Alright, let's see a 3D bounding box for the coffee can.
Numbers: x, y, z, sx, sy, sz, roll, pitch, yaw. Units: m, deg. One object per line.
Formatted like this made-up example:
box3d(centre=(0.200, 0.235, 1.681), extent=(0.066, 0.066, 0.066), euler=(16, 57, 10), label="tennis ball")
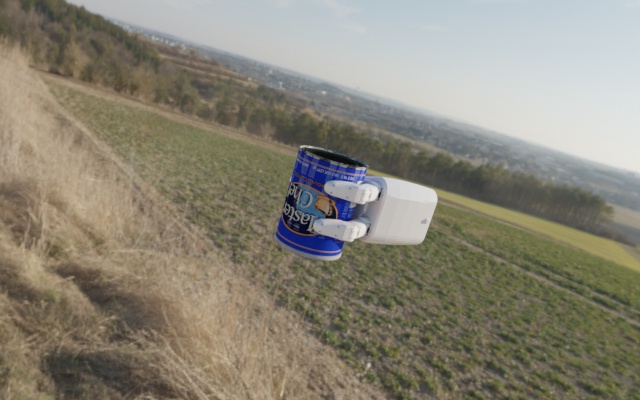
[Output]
box3d(centre=(0.000, 0.002, 0.691), extent=(0.103, 0.140, 0.102), euler=(16, 13, -4), label="coffee can")
